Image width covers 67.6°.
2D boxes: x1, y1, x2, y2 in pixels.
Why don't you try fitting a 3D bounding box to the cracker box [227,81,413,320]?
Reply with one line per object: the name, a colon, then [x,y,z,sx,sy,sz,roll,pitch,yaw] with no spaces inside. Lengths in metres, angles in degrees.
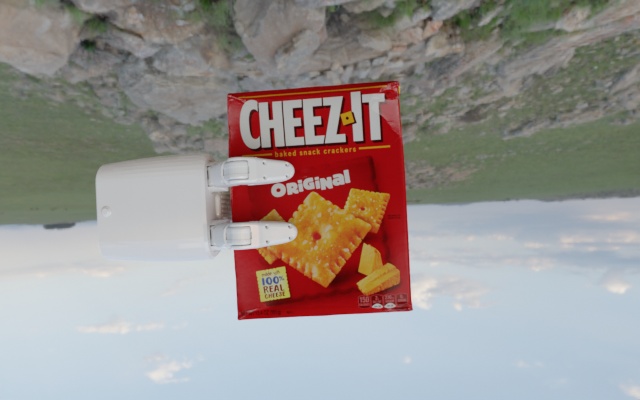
cracker box: [0.000,0.002,0.462,0.164,0.213,0.072,-3,-1,5]
